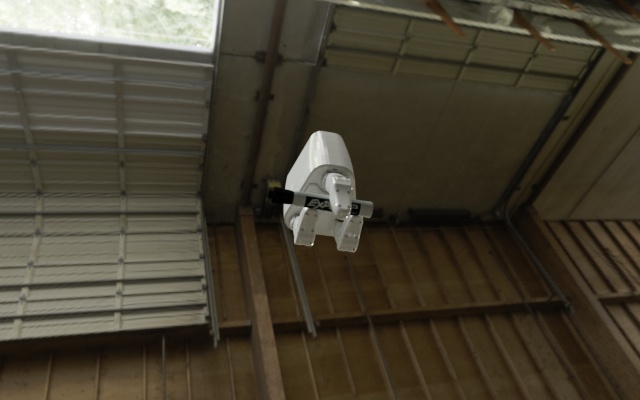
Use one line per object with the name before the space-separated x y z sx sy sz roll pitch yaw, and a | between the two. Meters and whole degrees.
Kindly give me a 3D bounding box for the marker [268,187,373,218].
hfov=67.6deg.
marker | 0.000 0.002 0.546 0.121 0.020 0.020 9 -2 -10
